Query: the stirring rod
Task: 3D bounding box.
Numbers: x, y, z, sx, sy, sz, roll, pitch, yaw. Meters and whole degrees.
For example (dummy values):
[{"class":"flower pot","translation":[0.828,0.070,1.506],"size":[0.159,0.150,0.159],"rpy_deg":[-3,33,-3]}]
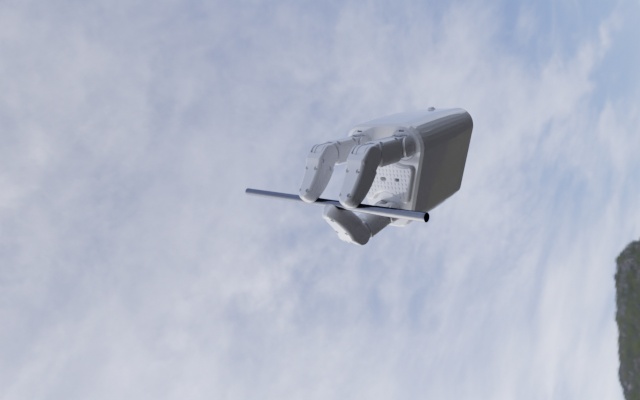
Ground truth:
[{"class":"stirring rod","translation":[0.000,0.002,0.458],"size":[0.011,0.011,0.239],"rpy_deg":[0,6,-44]}]
